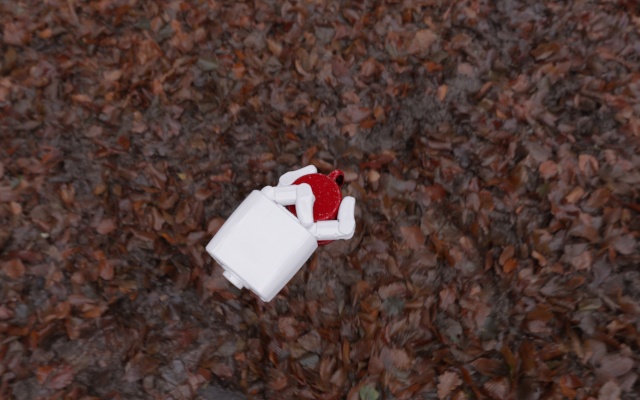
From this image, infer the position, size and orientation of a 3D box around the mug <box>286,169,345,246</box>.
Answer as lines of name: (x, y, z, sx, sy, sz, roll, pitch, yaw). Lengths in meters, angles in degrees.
mug: (0.001, 0.001, 0.717, 0.093, 0.117, 0.081, 34, -17, 18)
